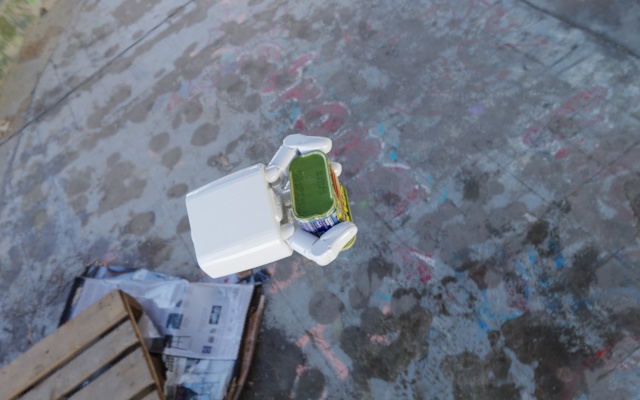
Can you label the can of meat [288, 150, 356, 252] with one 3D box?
[{"bbox_3d":[0.000,0.002,0.585,0.057,0.102,0.084,-17,-36,10],"label":"can of meat"}]
